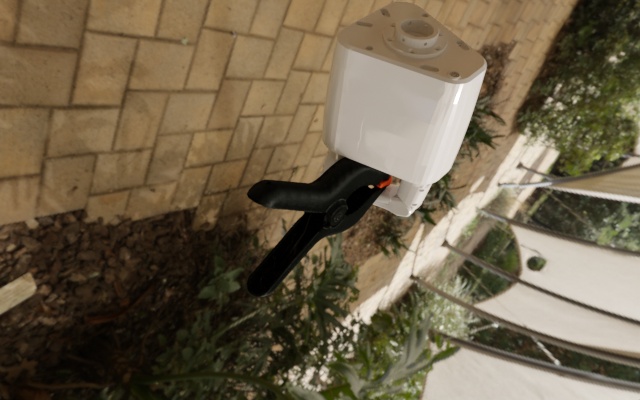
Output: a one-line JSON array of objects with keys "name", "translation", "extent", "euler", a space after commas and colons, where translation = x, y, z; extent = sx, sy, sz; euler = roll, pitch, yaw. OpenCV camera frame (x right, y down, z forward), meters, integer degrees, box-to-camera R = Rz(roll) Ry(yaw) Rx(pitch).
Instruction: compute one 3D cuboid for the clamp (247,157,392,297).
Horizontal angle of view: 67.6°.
[{"name": "clamp", "translation": [0.001, 0.002, 0.417], "extent": [0.039, 0.120, 0.171], "euler": [38, 57, 23]}]
